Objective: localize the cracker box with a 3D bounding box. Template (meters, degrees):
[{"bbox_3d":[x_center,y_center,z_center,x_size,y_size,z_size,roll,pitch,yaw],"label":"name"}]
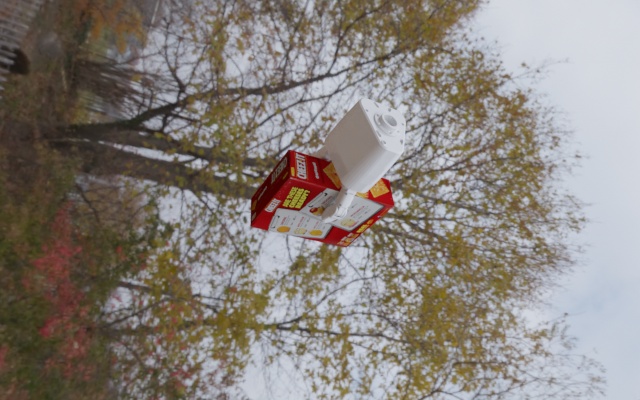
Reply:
[{"bbox_3d":[0.000,0.003,0.878,0.214,0.072,0.164,15,-40,-27],"label":"cracker box"}]
